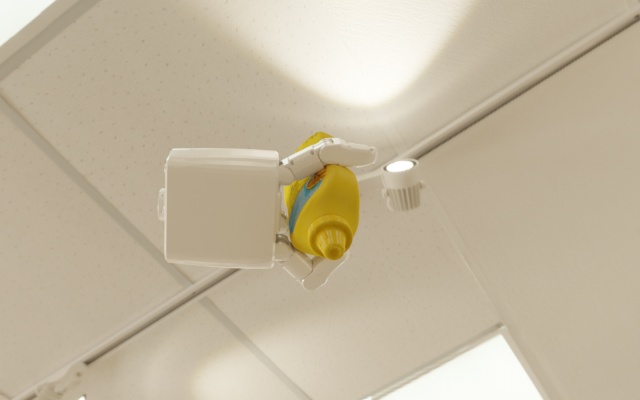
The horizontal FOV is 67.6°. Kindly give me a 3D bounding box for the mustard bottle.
[{"bbox_3d":[0.000,0.002,0.497,0.058,0.096,0.191,25,21,-18],"label":"mustard bottle"}]
